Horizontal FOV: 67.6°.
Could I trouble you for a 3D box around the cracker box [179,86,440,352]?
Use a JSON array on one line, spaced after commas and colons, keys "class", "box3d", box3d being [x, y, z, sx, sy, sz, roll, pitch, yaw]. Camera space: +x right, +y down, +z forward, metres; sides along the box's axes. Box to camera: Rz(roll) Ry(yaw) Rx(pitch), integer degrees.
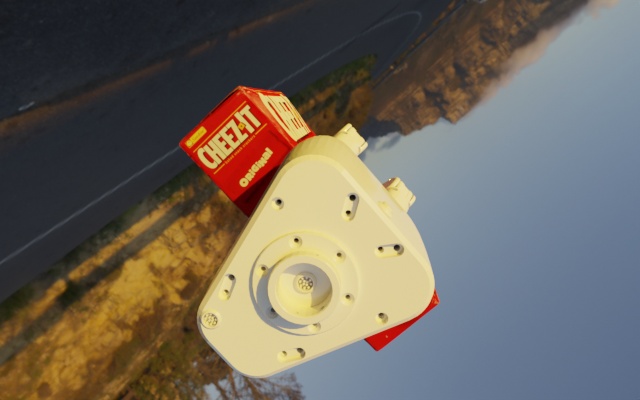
[{"class": "cracker box", "box3d": [0.000, 0.002, 0.419, 0.072, 0.214, 0.164, -41, 6, 10]}]
